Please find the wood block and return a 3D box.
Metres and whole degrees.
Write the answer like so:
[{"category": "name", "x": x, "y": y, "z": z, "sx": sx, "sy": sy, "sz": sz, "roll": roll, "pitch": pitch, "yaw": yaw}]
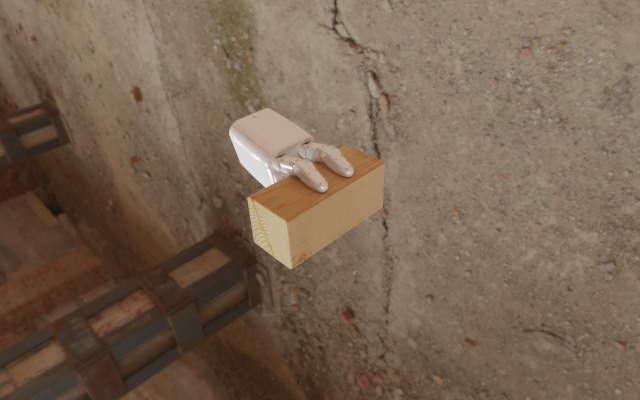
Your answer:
[{"category": "wood block", "x": 0.000, "y": 0.003, "z": 0.741, "sx": 0.206, "sy": 0.091, "sz": 0.090, "roll": -31, "pitch": 45, "yaw": -33}]
